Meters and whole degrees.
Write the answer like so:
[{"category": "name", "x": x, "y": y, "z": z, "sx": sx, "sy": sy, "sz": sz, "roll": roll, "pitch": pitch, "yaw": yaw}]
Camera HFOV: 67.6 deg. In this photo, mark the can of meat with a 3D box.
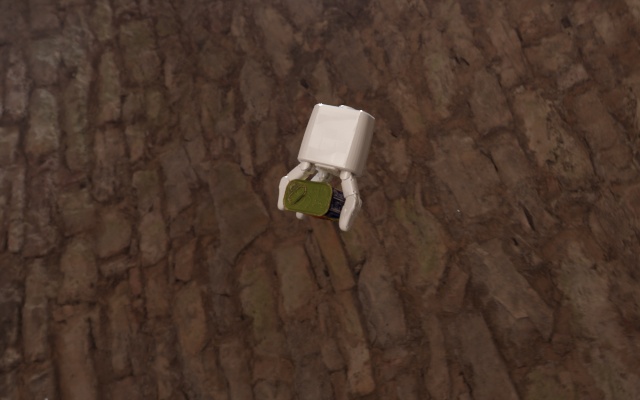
[{"category": "can of meat", "x": 0.000, "y": 0.003, "z": 0.836, "sx": 0.102, "sy": 0.057, "sz": 0.084, "roll": 8, "pitch": -8, "yaw": 38}]
